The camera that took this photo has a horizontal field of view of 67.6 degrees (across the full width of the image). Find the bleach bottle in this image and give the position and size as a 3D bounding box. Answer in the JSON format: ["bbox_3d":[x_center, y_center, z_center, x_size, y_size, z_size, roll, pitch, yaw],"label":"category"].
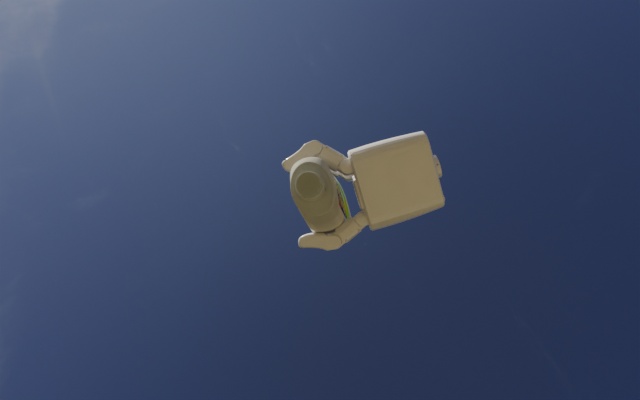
[{"bbox_3d":[0.000,0.002,0.648,0.068,0.102,0.251,-16,-6,4],"label":"bleach bottle"}]
